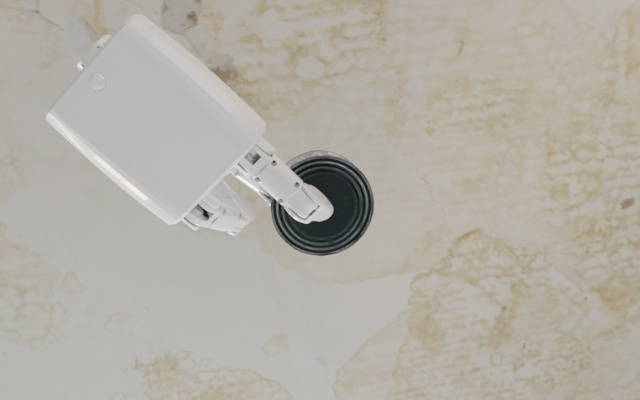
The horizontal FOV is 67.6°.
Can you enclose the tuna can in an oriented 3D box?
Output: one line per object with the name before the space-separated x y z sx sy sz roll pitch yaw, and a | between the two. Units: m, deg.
tuna can | 0.000 0.001 0.407 0.086 0.086 0.033 0 16 -8
